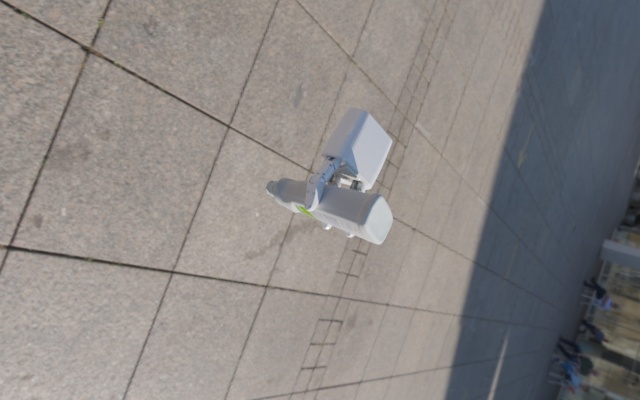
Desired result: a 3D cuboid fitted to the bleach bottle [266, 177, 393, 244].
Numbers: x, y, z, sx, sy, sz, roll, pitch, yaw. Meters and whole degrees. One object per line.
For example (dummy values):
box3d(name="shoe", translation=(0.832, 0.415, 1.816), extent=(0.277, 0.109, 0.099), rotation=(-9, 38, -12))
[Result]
box3d(name="bleach bottle", translation=(0.000, 0.003, 0.859), extent=(0.251, 0.068, 0.103), rotation=(18, -19, 32))
